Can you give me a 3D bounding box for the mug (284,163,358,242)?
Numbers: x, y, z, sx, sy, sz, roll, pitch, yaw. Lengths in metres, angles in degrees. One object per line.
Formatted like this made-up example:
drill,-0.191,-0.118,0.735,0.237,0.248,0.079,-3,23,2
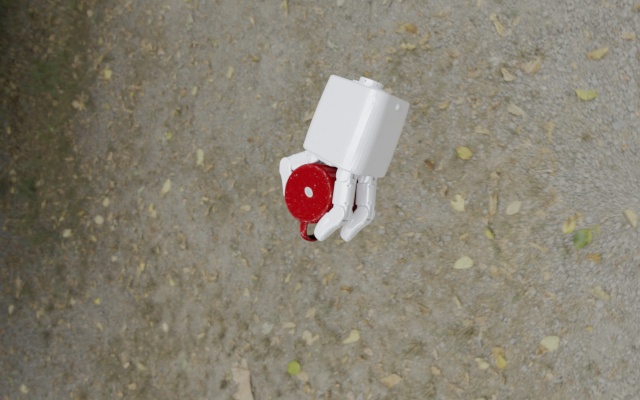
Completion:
mug,-0.001,0.003,0.668,0.093,0.117,0.081,27,14,32
